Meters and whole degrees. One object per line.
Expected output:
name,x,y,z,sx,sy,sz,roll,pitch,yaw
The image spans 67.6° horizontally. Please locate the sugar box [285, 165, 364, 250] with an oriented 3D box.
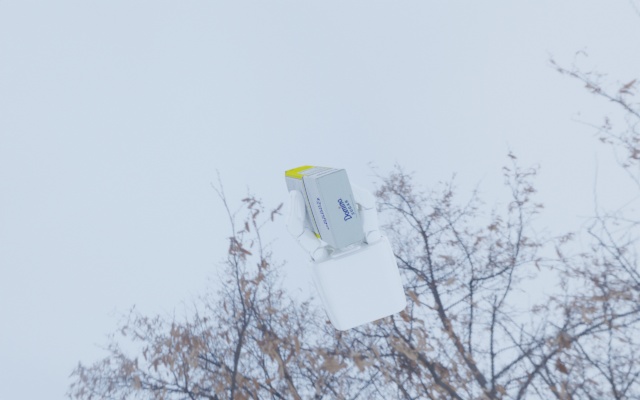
sugar box,0.001,0.002,0.646,0.048,0.093,0.176,-20,12,-16
